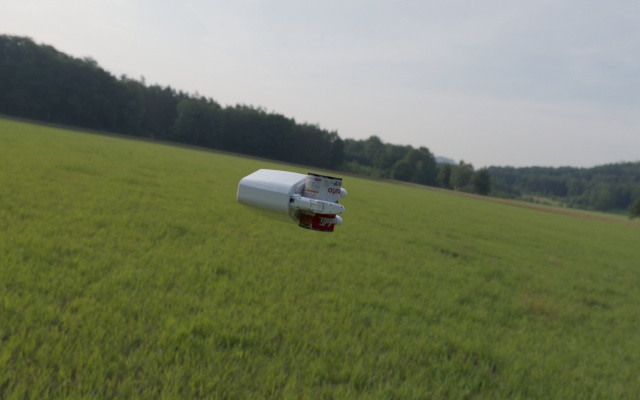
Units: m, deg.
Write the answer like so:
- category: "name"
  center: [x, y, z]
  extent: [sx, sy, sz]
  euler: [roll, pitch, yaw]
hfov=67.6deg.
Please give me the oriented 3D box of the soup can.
- category: "soup can"
  center: [0.001, 0.003, 0.895]
  extent: [0.068, 0.102, 0.068]
  euler: [10, 4, -1]
